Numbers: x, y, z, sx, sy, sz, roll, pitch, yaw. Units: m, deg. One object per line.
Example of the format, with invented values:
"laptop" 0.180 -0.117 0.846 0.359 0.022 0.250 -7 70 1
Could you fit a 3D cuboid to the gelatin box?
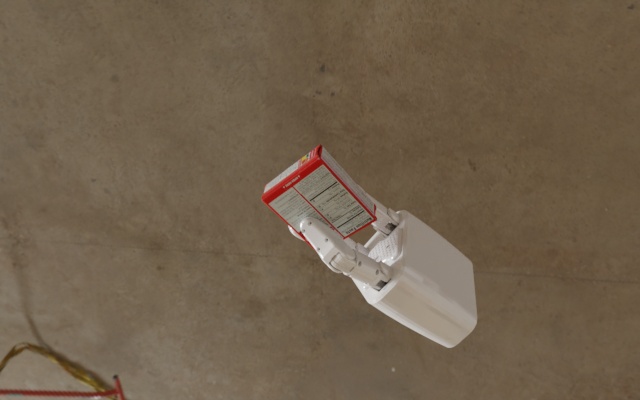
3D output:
"gelatin box" 0.000 0.002 0.461 0.073 0.089 0.030 -34 25 23
